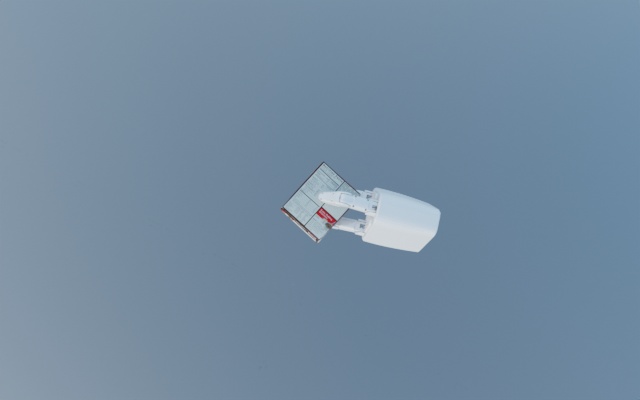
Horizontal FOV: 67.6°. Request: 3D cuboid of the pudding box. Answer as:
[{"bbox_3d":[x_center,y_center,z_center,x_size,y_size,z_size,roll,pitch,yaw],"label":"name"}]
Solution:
[{"bbox_3d":[0.000,0.003,0.827,0.090,0.113,0.039,42,-11,1],"label":"pudding box"}]
